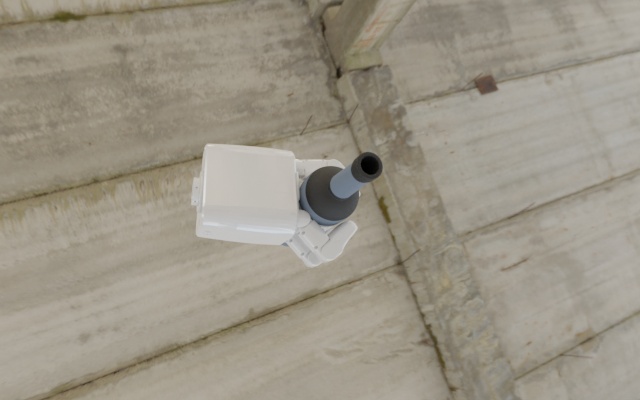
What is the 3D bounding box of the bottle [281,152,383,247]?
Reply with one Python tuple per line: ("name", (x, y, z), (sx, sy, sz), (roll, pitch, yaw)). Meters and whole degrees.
("bottle", (0.000, 0.002, 0.583), (0.069, 0.069, 0.296), (0, -14, -19))
